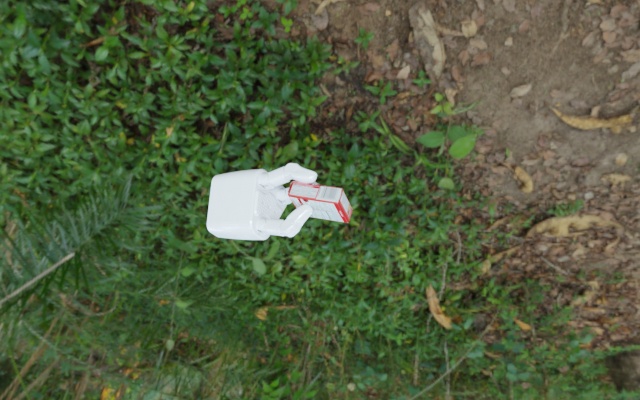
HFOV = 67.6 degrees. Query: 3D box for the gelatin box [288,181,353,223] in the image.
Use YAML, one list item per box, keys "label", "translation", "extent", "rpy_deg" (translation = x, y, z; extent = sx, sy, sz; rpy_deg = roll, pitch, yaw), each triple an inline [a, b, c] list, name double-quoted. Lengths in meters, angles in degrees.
- label: "gelatin box"
  translation: [0.000, 0.003, 0.768]
  extent: [0.089, 0.030, 0.073]
  rpy_deg: [9, -25, 22]
